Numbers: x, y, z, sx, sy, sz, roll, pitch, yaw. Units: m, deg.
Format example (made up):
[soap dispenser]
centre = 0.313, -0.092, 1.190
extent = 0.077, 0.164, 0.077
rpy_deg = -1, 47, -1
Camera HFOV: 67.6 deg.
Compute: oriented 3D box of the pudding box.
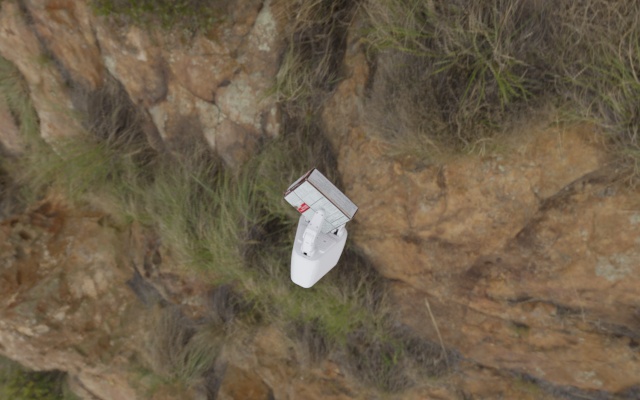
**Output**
[pudding box]
centre = 0.000, 0.003, 0.867
extent = 0.113, 0.039, 0.090
rpy_deg = 41, -38, -12
